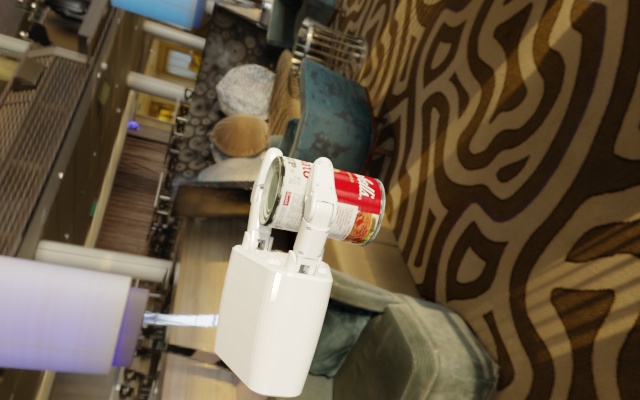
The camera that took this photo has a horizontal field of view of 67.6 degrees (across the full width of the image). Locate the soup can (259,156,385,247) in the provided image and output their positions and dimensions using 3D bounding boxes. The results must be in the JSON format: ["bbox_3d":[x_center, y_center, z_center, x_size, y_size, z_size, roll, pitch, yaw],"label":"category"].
[{"bbox_3d":[0.000,0.001,0.451,0.102,0.068,0.068,13,-4,-18],"label":"soup can"}]
